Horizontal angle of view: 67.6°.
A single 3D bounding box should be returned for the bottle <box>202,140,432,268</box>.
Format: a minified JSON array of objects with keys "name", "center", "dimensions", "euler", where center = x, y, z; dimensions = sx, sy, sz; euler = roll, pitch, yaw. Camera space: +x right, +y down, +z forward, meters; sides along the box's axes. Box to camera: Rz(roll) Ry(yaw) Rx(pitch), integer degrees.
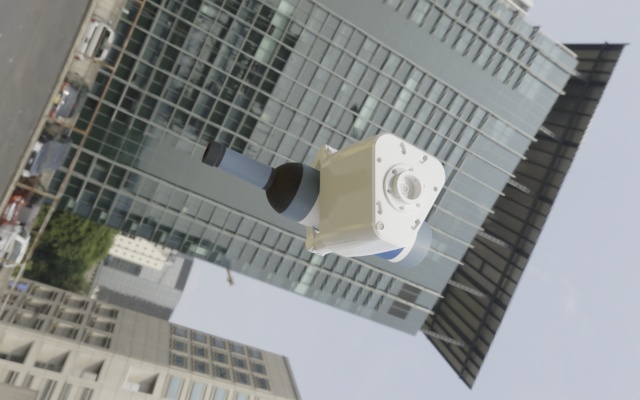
[{"name":"bottle","center":[0.000,0.002,0.576],"dimensions":[0.296,0.069,0.069],"euler":[24,-10,-22]}]
